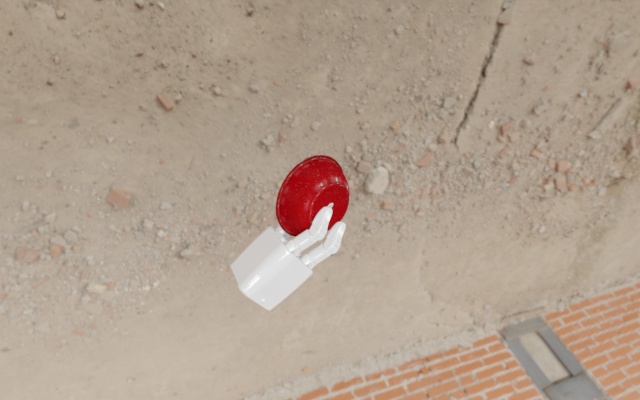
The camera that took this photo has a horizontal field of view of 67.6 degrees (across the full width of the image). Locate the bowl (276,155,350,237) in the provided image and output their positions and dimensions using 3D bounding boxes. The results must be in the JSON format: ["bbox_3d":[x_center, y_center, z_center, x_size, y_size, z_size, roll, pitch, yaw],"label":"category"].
[{"bbox_3d":[0.001,0.002,0.858,0.162,0.162,0.055,0,22,-44],"label":"bowl"}]
